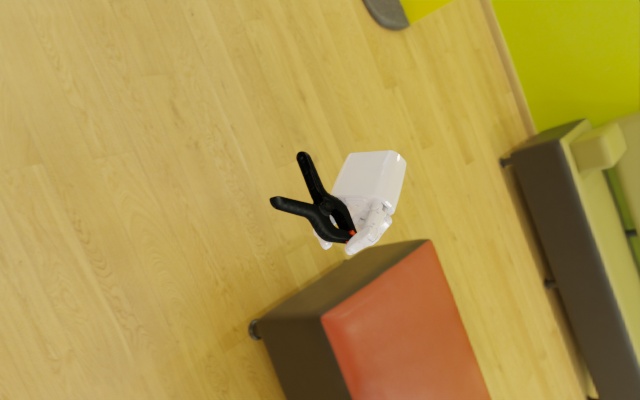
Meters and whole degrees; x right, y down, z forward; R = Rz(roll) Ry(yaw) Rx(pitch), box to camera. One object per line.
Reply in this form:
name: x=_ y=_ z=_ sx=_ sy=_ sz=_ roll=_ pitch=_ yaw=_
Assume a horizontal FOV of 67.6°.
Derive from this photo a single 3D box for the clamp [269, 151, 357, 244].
clamp: x=0.001 y=0.003 z=0.775 sx=0.171 sy=0.120 sz=0.039 roll=39 pitch=-33 yaw=-29
